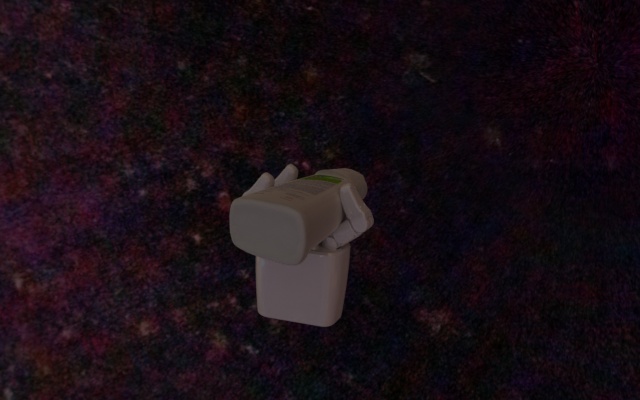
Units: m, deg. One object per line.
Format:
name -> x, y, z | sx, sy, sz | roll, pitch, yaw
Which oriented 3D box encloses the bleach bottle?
bleach bottle -> 0.000, 0.002, 0.605 | 0.102, 0.068, 0.250 | 12, 20, 27
